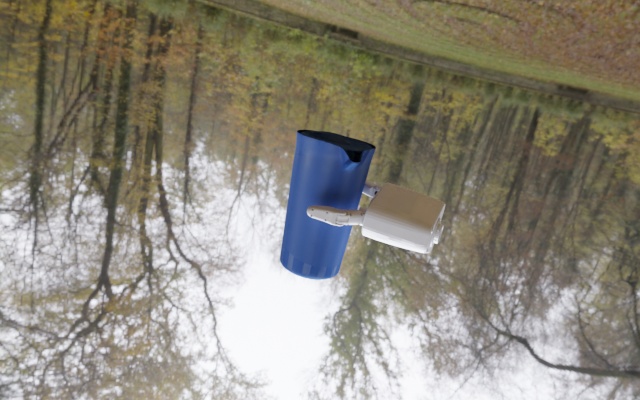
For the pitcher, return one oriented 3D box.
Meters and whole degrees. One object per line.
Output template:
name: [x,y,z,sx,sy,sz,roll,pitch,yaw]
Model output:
pitcher: [0.000,0.003,0.825,0.145,0.243,0.149,17,16,18]
